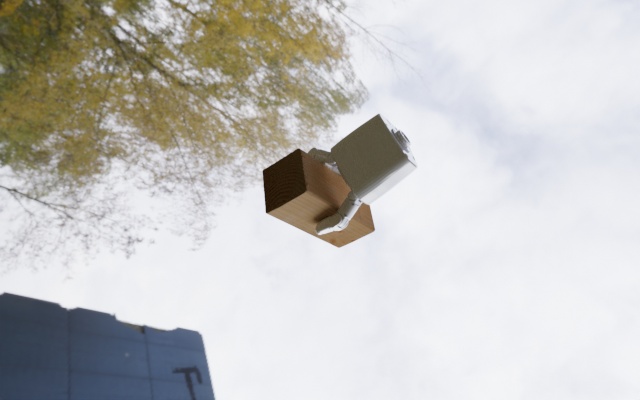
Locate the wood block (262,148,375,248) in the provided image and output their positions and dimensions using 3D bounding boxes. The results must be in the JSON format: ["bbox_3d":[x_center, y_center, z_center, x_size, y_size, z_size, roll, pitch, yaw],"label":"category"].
[{"bbox_3d":[0.001,0.003,0.856,0.090,0.090,0.206,-28,-37,28],"label":"wood block"}]
